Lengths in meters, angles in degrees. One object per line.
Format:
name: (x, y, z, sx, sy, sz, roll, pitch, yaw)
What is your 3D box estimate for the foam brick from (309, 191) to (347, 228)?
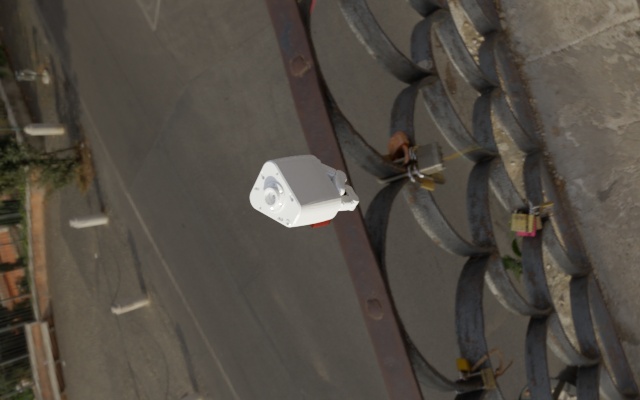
foam brick: (0.000, 0.003, 0.868, 0.053, 0.078, 0.051, 43, 31, 25)
